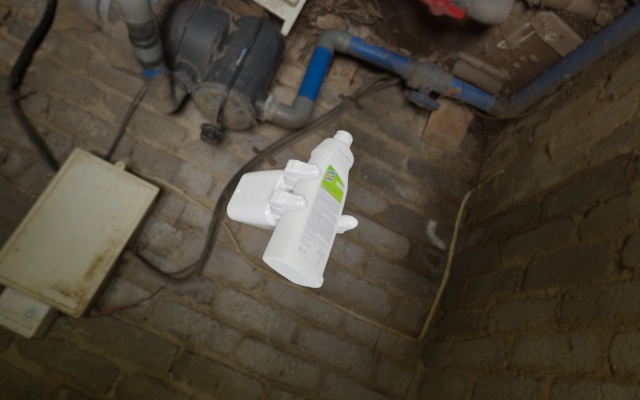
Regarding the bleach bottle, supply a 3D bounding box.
[{"bbox_3d":[0.000,0.002,0.758,0.068,0.250,0.103,2,-30,40],"label":"bleach bottle"}]
